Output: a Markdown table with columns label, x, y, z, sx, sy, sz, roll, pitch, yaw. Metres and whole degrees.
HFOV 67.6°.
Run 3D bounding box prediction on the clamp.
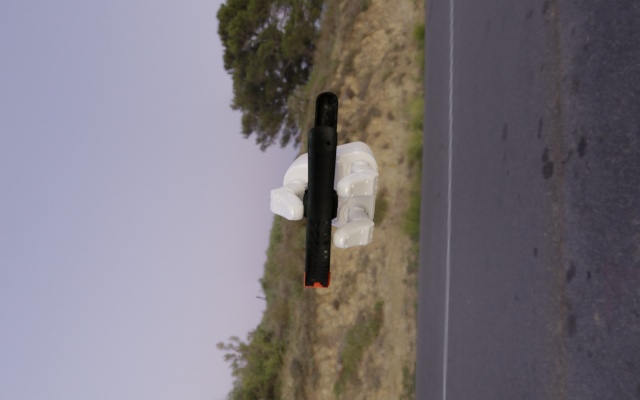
| label | x | y | z | sx | sy | sz | roll | pitch | yaw |
| --- | --- | --- | --- | --- | --- | --- | --- | --- | --- |
| clamp | -0.001 | 0.002 | 0.484 | 0.036 | 0.210 | 0.164 | 4 | 16 | 2 |
